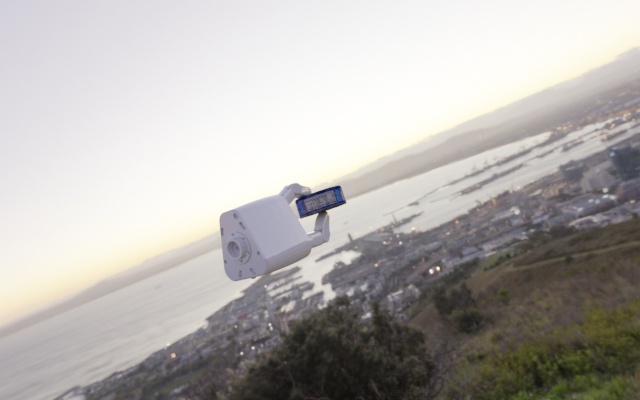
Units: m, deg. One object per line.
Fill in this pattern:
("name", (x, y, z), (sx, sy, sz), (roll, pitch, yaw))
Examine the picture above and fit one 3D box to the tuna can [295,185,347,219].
("tuna can", (0.000, 0.002, 0.822), (0.086, 0.034, 0.086), (-19, -3, -1))
